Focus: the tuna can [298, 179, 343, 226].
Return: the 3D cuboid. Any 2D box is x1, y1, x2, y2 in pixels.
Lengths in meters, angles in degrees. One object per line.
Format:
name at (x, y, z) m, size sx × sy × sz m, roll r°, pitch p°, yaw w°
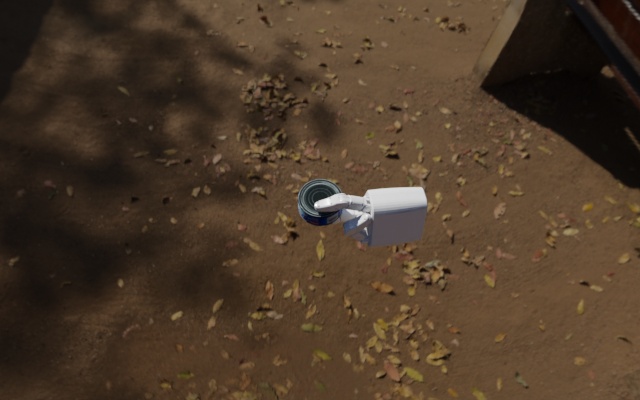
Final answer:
tuna can at (0.000, 0.003, 0.893) m, size 0.086 × 0.086 × 0.034 m, roll 0°, pitch -32°, yaw 0°
